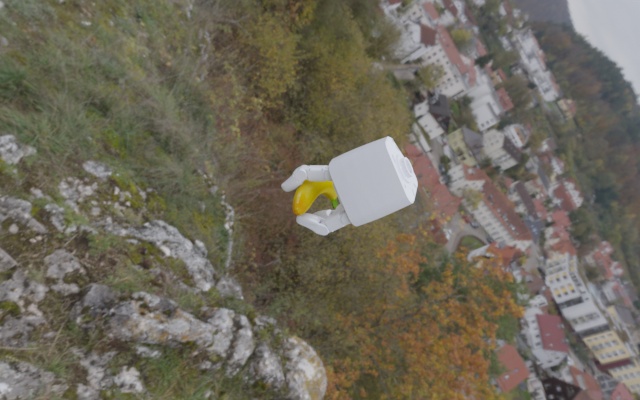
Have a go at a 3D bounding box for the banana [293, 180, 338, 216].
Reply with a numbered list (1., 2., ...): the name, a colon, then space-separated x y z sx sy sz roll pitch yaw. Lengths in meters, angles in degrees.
1. banana: -0.003 -0.015 0.856 0.037 0.069 0.198 -16 -3 23
